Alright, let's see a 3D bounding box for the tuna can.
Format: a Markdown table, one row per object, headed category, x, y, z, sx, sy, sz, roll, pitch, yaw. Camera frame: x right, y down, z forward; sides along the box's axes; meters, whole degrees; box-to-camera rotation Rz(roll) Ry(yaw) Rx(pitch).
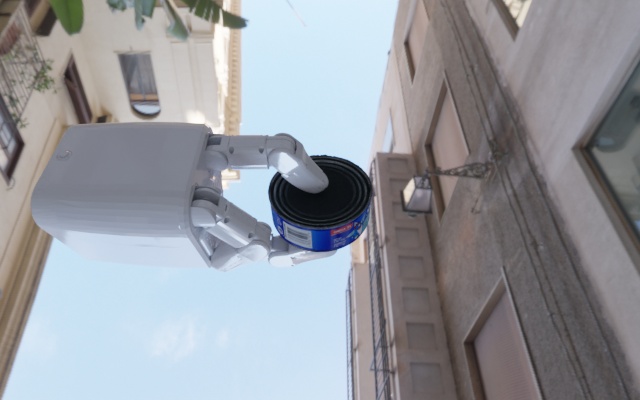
| category | x | y | z | sx | sy | sz | roll | pitch | yaw |
| --- | --- | --- | --- | --- | --- | --- | --- | --- | --- |
| tuna can | 0.000 | 0.002 | 0.403 | 0.086 | 0.086 | 0.034 | 0 | -44 | 2 |
